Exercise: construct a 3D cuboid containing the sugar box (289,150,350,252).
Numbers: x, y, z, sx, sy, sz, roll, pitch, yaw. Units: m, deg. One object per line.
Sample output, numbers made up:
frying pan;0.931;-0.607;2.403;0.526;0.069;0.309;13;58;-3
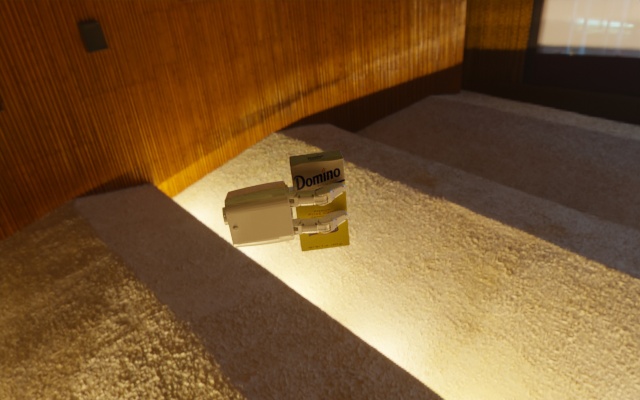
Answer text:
sugar box;0.000;0.003;0.852;0.093;0.176;0.048;-8;30;-3
